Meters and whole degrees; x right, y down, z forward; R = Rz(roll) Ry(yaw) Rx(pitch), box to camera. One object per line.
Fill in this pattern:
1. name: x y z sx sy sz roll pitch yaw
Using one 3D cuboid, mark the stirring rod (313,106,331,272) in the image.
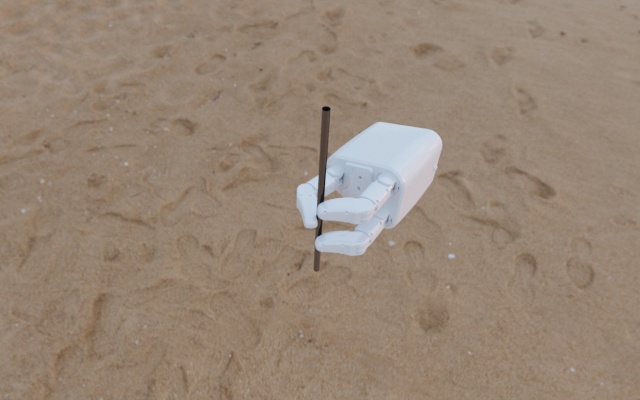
1. stirring rod: 0.000 0.002 0.520 0.011 0.240 0.011 2 45 -2
